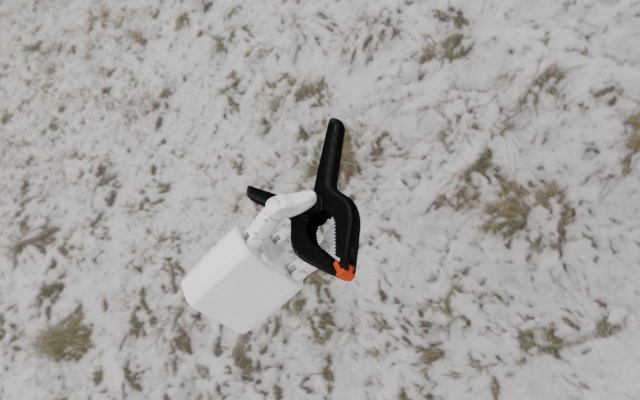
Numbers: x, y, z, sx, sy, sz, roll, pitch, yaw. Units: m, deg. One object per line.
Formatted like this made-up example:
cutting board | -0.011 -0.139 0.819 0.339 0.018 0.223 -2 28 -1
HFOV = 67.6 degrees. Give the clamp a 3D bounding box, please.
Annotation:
clamp | 0.000 0.002 0.587 0.036 0.164 0.210 32 20 -49
